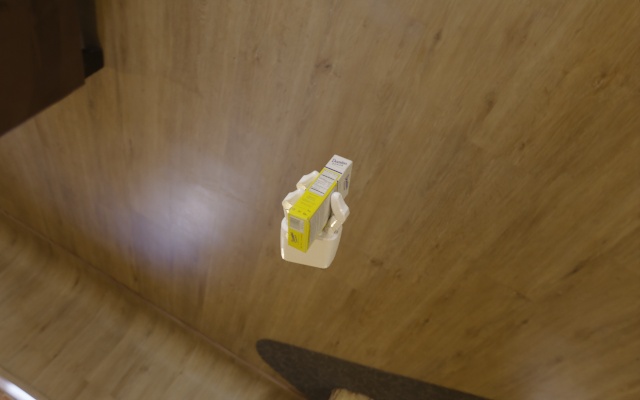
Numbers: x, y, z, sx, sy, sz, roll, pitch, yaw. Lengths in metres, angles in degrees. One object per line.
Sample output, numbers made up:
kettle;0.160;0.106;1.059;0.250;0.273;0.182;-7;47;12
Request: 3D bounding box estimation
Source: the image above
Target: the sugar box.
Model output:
sugar box;0.000;0.003;0.888;0.048;0.093;0.176;22;49;15
